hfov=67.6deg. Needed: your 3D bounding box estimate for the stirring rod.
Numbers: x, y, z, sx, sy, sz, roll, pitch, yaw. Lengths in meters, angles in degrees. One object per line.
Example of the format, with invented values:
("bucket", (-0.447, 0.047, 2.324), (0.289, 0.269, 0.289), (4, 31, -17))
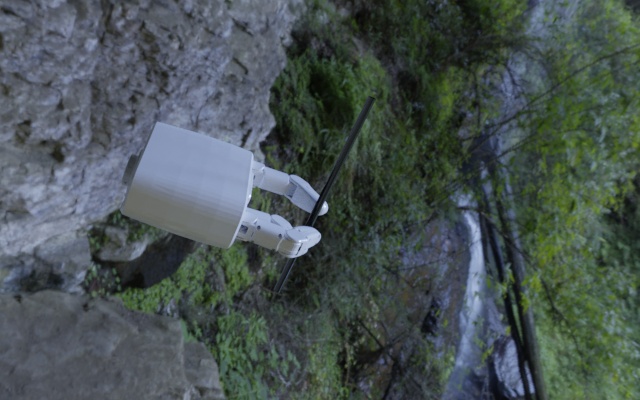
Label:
("stirring rod", (0.000, 0.002, 0.504), (0.011, 0.240, 0.011), (23, 21, -9))
